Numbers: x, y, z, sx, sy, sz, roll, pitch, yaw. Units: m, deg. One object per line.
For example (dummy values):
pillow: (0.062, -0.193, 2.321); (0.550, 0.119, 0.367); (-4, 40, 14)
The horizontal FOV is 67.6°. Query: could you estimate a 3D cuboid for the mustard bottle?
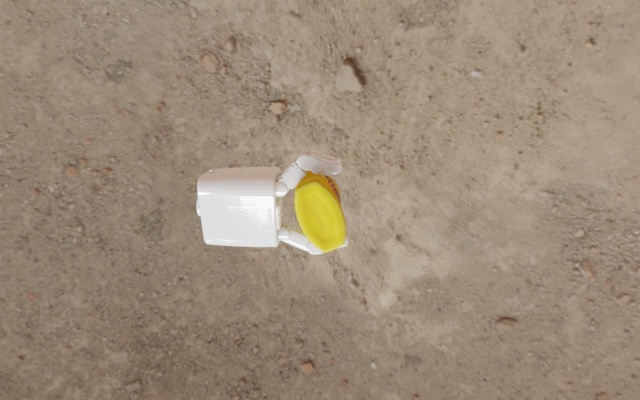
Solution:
mustard bottle: (0.000, 0.002, 0.693); (0.058, 0.096, 0.191); (-24, 11, 5)
